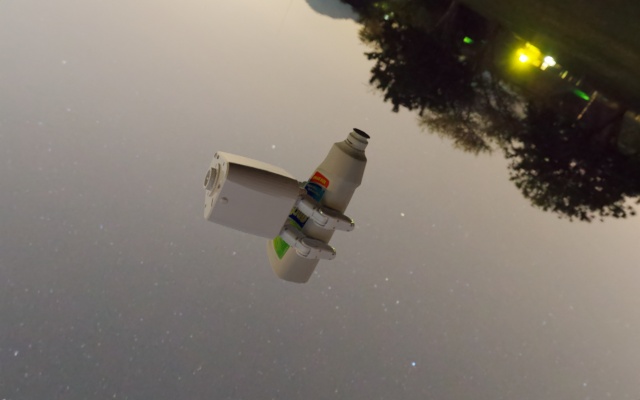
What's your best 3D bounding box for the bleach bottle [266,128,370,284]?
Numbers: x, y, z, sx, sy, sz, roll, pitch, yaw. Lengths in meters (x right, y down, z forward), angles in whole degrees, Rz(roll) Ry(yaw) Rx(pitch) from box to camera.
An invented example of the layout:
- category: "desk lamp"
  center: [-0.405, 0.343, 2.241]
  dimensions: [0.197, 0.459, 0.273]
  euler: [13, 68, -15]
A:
- category: "bleach bottle"
  center: [0.000, 0.002, 0.721]
  dimensions: [0.068, 0.251, 0.102]
  euler: [16, 26, -26]
